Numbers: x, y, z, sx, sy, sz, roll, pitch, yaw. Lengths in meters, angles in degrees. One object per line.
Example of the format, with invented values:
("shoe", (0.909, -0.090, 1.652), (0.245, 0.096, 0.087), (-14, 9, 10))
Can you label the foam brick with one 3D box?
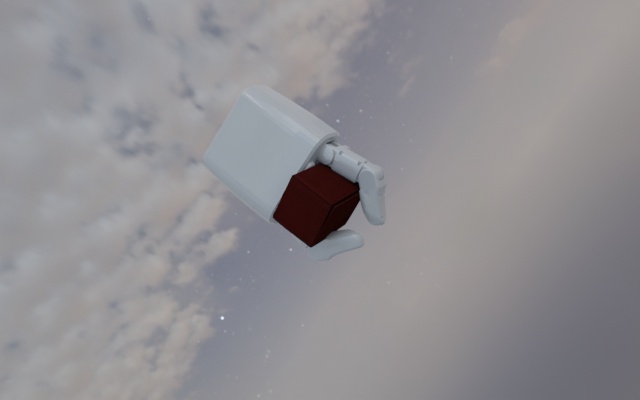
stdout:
("foam brick", (0.000, 0.002, 0.473), (0.051, 0.053, 0.078), (37, 29, 15))
